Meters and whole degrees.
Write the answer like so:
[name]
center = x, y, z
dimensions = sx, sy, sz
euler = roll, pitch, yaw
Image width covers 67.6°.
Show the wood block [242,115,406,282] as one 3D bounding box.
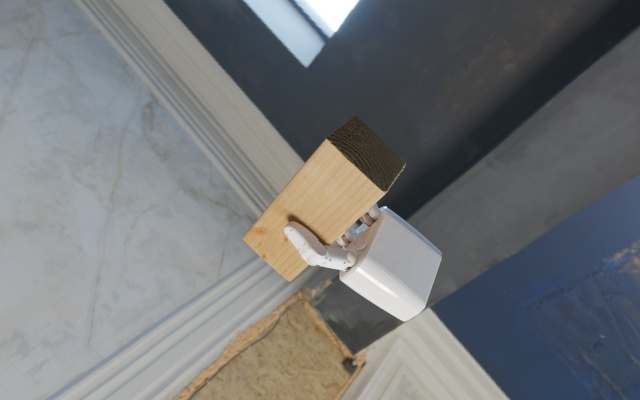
[wood block]
center = 0.000, 0.002, 0.612
dimensions = 0.206, 0.090, 0.090
euler = -47, 0, 37
